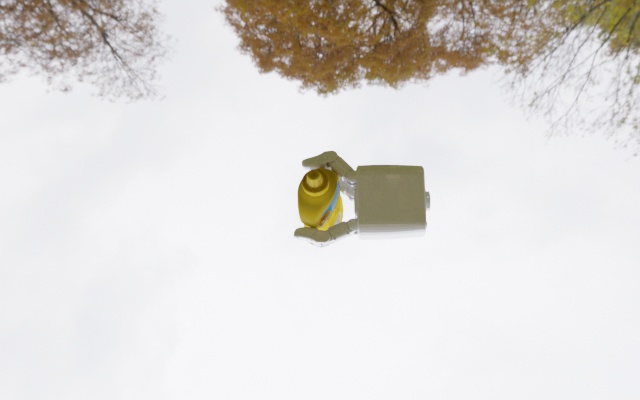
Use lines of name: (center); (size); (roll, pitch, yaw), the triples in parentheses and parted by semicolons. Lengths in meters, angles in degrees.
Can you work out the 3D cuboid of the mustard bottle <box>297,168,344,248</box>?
mustard bottle: (0.000, 0.003, 0.775); (0.058, 0.096, 0.192); (21, -21, 15)
